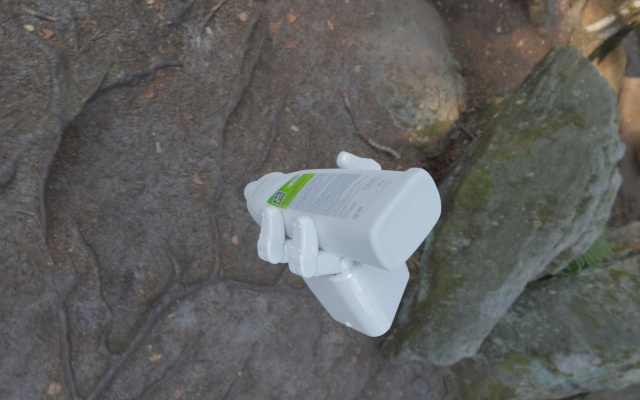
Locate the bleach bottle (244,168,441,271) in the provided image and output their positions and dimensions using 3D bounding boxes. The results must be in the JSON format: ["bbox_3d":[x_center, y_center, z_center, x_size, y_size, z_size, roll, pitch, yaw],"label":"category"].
[{"bbox_3d":[0.000,0.002,0.531,0.251,0.068,0.102,13,51,48],"label":"bleach bottle"}]
